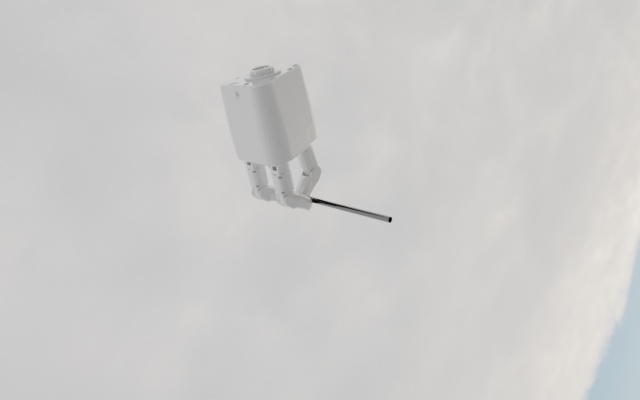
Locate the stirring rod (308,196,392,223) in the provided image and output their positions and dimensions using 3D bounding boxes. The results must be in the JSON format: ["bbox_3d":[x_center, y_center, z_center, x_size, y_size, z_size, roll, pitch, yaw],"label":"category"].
[{"bbox_3d":[0.000,0.002,0.672,0.239,0.011,0.011,14,10,42],"label":"stirring rod"}]
